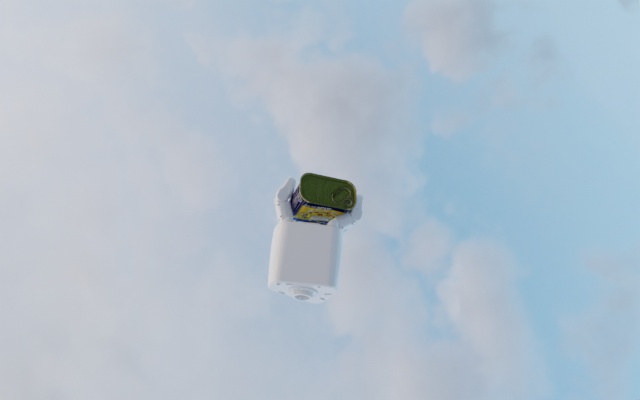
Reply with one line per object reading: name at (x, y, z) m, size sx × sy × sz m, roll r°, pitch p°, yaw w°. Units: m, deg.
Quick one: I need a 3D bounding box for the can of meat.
can of meat at (0.000, 0.003, 0.833) m, size 0.102 × 0.057 × 0.084 m, roll 11°, pitch -31°, yaw -17°
